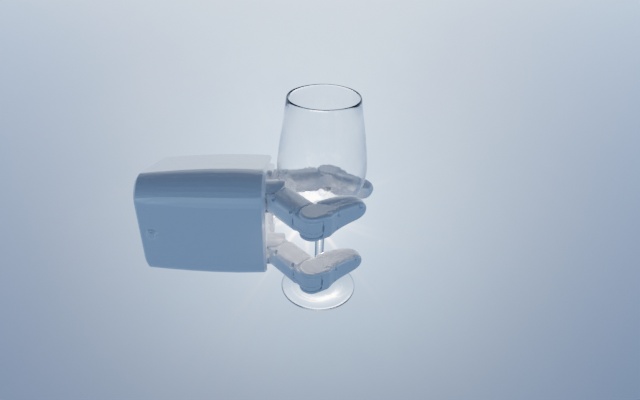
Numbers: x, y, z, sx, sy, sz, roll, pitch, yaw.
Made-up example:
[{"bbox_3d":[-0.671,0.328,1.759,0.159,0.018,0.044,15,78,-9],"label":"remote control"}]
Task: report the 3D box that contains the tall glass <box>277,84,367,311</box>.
[{"bbox_3d":[0.000,0.002,0.433,0.079,0.201,0.079,2,32,-1],"label":"tall glass"}]
